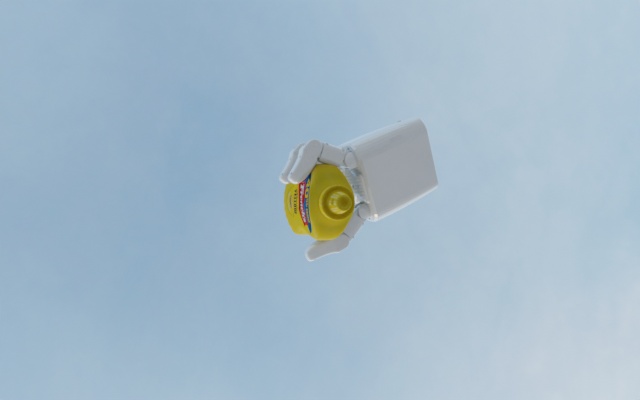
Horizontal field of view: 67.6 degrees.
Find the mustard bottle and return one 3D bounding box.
[{"bbox_3d":[0.000,0.002,0.616,0.058,0.096,0.191,1,0,-17],"label":"mustard bottle"}]
